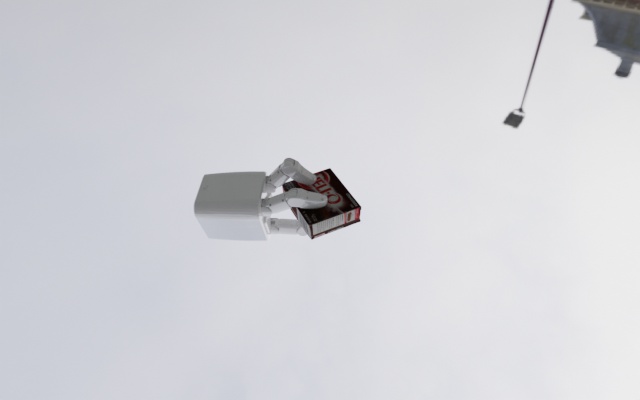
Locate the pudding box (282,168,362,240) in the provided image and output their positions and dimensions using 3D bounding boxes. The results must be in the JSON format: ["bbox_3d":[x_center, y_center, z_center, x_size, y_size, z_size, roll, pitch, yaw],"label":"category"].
[{"bbox_3d":[0.000,0.003,0.762,0.090,0.039,0.113,-20,47,-17],"label":"pudding box"}]
